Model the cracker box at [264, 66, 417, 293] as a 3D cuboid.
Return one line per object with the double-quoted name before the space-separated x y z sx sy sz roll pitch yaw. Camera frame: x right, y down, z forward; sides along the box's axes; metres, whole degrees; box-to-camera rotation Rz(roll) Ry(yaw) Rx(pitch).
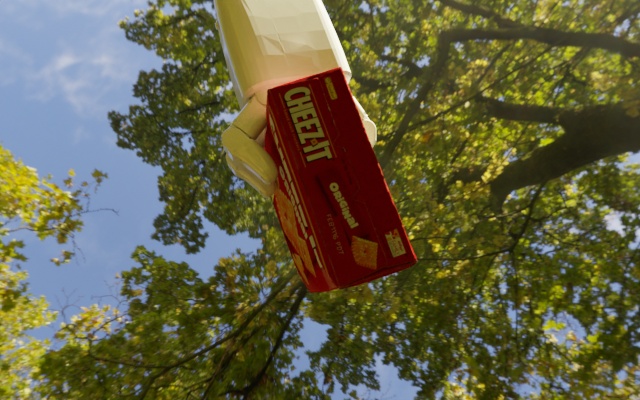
"cracker box" 0.000 0.001 0.454 0.072 0.164 0.214 -19 -9 -10
